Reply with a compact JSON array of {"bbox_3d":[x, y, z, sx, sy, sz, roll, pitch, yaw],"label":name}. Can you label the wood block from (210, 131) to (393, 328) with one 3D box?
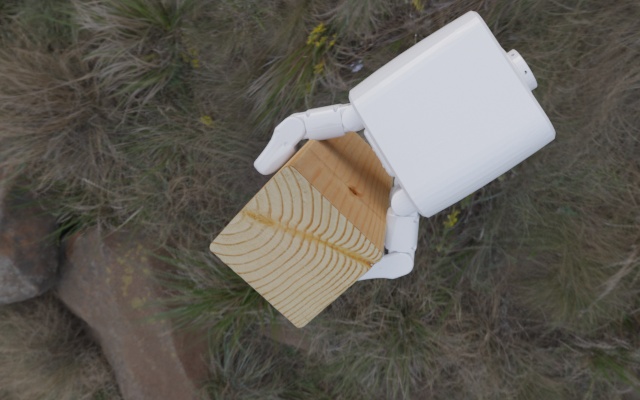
[{"bbox_3d":[0.000,0.001,0.419,0.090,0.091,0.206,-44,6,21],"label":"wood block"}]
